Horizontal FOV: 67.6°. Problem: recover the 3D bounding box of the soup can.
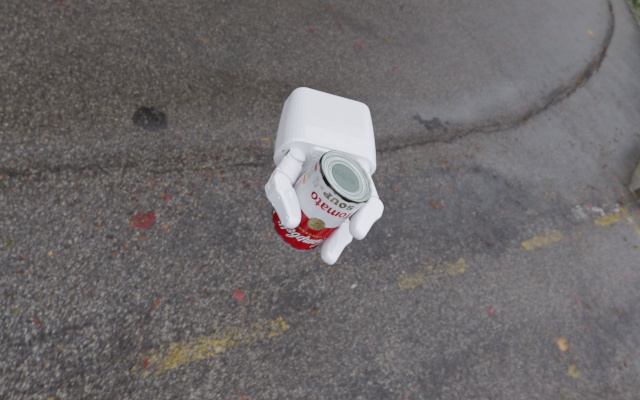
[{"bbox_3d":[0.000,0.002,0.518,0.068,0.068,0.102,0,-33,-41],"label":"soup can"}]
